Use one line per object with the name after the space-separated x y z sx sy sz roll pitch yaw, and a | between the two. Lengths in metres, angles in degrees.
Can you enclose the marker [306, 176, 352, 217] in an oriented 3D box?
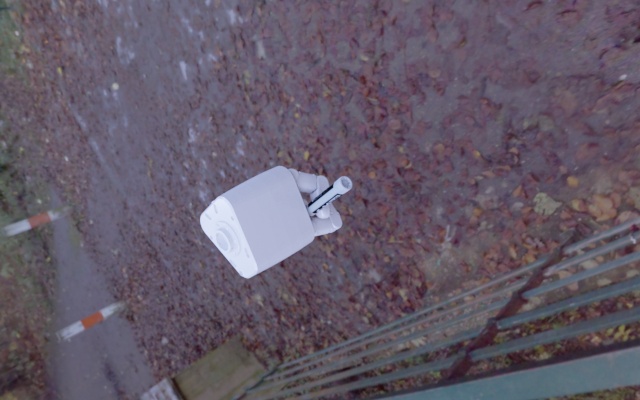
0.000 0.002 0.628 0.020 0.020 0.121 0 -23 -35 | marker
